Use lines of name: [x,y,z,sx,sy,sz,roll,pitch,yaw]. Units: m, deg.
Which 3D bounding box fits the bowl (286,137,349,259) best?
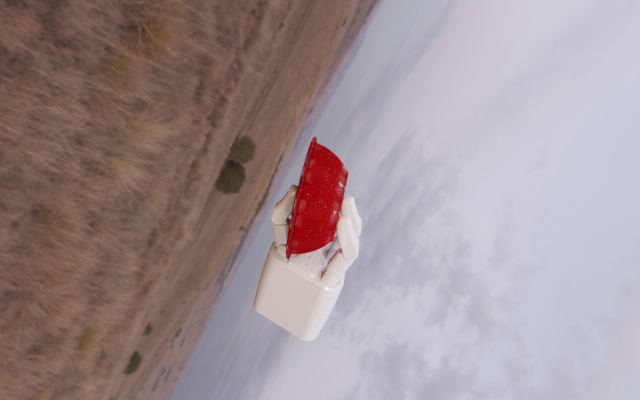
bowl: [0.001,0.001,0.616,0.055,0.162,0.162,12,0,2]
